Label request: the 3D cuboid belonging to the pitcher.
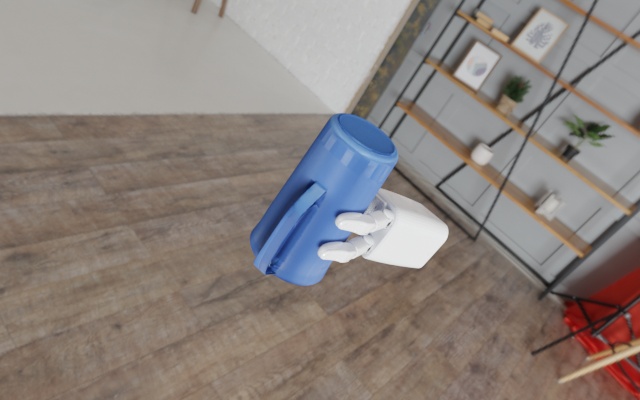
[{"bbox_3d":[0.000,0.002,0.685,0.145,0.243,0.149,17,33,-26],"label":"pitcher"}]
